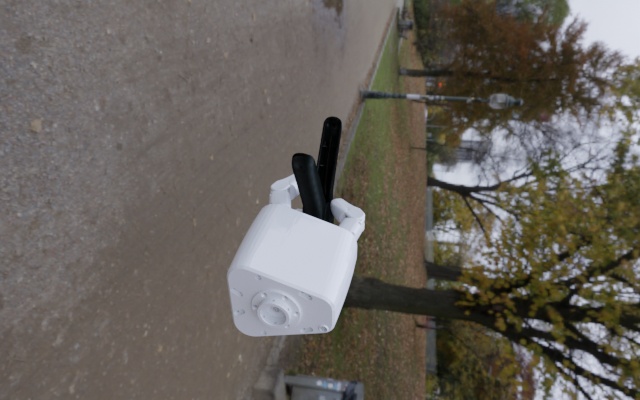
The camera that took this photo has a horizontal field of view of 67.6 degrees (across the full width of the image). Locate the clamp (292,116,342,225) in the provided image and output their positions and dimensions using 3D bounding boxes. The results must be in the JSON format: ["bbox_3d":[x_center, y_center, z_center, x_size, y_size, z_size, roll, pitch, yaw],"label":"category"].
[{"bbox_3d":[0.001,0.003,0.615,0.036,0.210,0.164,7,33,13],"label":"clamp"}]
